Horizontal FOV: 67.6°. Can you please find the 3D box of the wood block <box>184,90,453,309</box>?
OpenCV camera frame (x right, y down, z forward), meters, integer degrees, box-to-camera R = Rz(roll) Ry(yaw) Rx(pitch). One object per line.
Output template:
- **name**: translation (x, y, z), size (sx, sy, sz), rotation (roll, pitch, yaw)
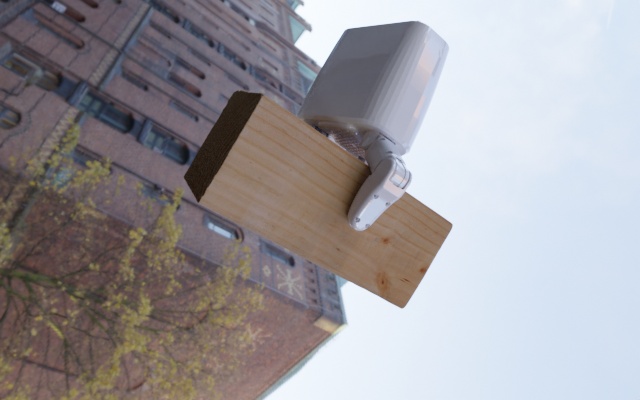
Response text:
- **wood block**: translation (0.000, 0.001, 0.412), size (0.206, 0.090, 0.090), rotation (31, 0, -26)
